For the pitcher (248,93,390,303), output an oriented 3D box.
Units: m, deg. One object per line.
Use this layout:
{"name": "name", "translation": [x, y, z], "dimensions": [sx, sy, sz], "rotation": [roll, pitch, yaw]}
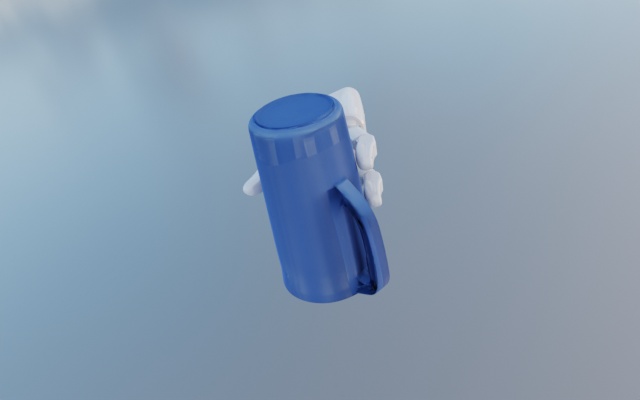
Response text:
{"name": "pitcher", "translation": [0.000, 0.002, 0.582], "dimensions": [0.149, 0.243, 0.145], "rotation": [-6, 34, 10]}
